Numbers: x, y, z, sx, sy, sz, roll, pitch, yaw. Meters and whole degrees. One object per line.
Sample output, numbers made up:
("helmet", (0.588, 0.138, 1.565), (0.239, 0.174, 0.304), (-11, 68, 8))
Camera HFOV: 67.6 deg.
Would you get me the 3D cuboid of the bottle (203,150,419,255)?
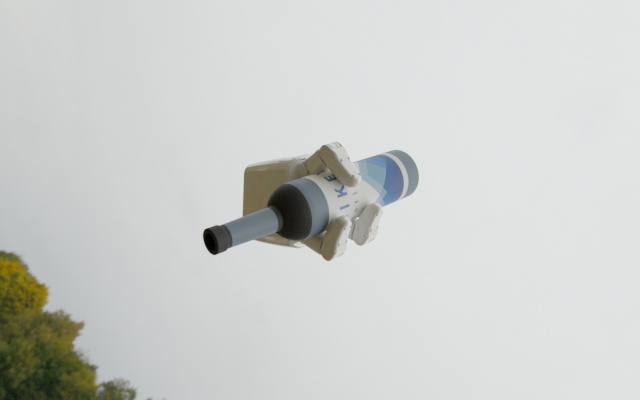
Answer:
("bottle", (0.000, 0.002, 0.552), (0.295, 0.069, 0.069), (-20, 13, -40))
